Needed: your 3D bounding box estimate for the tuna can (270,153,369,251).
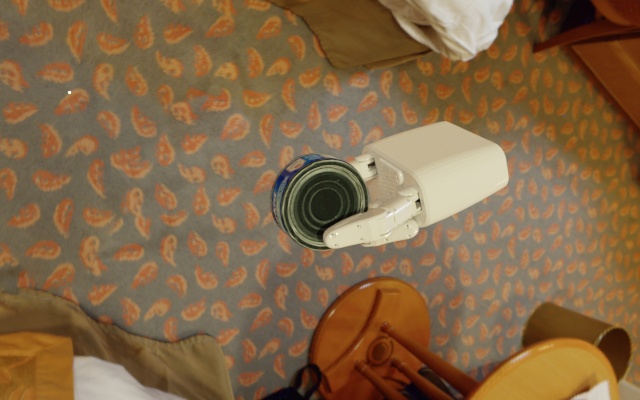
[{"bbox_3d":[0.000,0.002,0.431,0.086,0.086,0.033,0,13,-22],"label":"tuna can"}]
